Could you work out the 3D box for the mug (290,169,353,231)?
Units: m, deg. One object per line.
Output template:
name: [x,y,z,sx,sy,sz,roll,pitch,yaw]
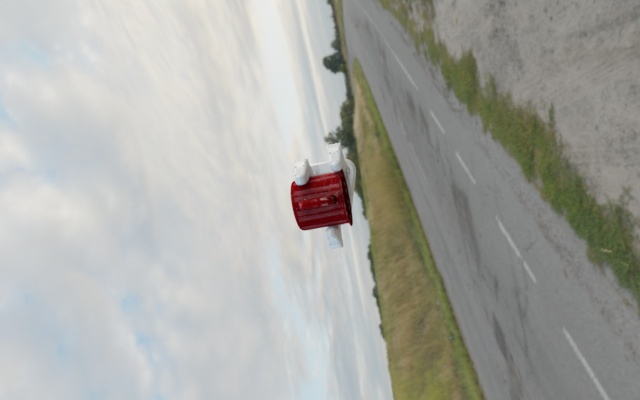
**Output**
mug: [0.000,0.003,0.732,0.081,0.093,0.117,-11,4,8]
